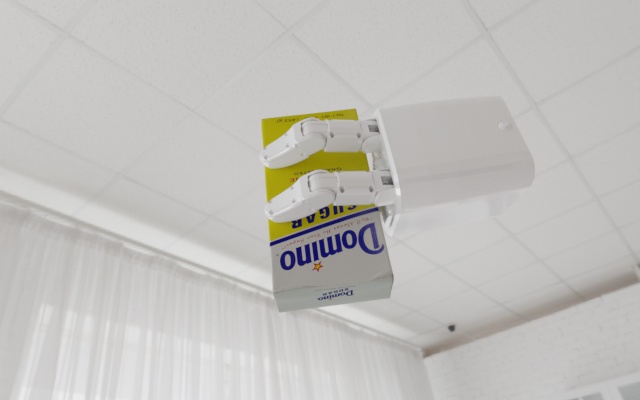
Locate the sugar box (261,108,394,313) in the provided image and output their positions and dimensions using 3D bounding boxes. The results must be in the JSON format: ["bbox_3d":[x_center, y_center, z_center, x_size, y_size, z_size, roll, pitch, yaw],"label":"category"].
[{"bbox_3d":[0.000,0.001,0.410,0.093,0.176,0.048,-8,-36,-2],"label":"sugar box"}]
